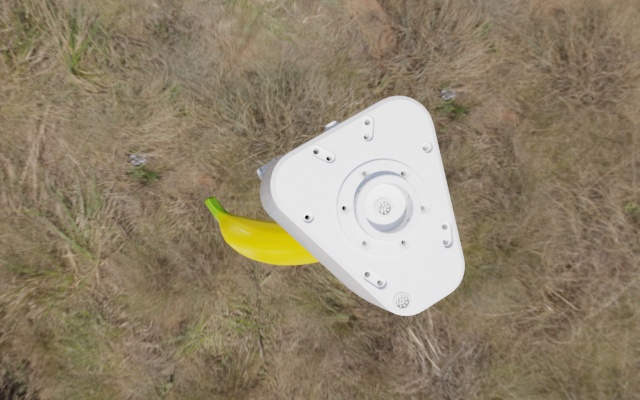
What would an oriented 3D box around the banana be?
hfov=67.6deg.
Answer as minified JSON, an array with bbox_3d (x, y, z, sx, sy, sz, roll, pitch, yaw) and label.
[{"bbox_3d":[-0.001,0.020,0.425,0.198,0.069,0.037,-5,-5,-6],"label":"banana"}]
